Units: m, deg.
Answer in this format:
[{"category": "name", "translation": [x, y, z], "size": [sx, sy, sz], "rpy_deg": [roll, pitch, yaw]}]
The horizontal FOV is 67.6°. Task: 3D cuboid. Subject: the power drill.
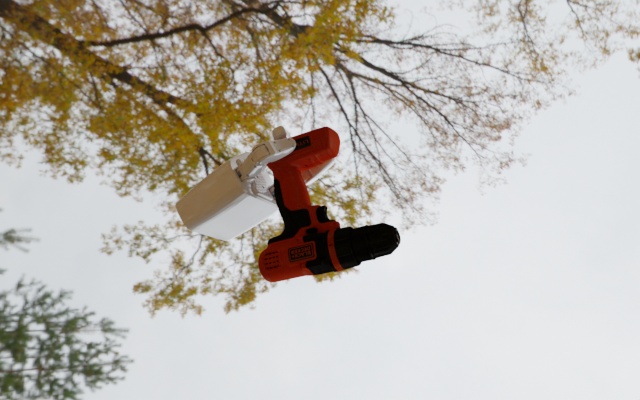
[{"category": "power drill", "translation": [0.000, 0.002, 0.616], "size": [0.184, 0.187, 0.057], "rpy_deg": [-15, -24, 16]}]
